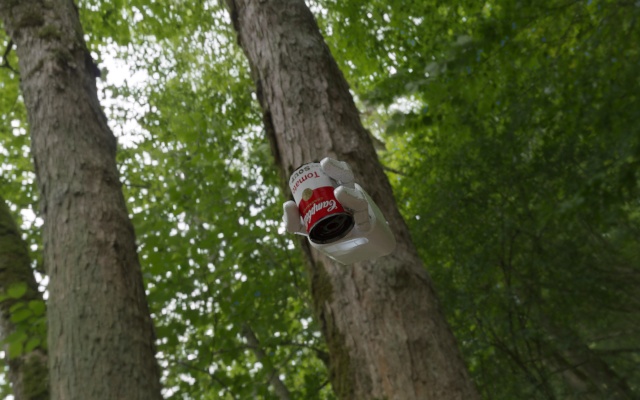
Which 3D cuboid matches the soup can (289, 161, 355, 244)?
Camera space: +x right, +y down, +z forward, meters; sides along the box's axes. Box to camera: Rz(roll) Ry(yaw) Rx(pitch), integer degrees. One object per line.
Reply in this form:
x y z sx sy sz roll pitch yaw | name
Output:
0.000 0.002 0.686 0.068 0.102 0.069 -15 -35 -11 | soup can
